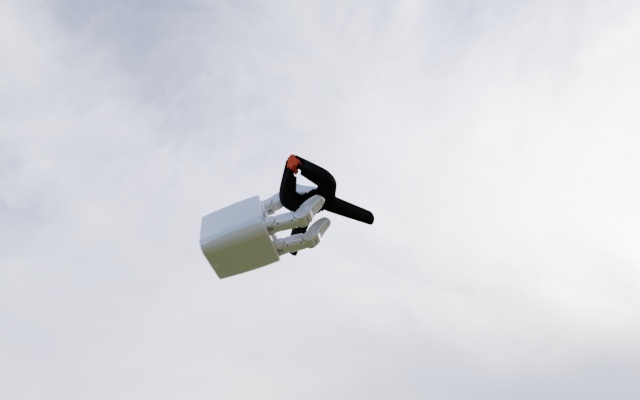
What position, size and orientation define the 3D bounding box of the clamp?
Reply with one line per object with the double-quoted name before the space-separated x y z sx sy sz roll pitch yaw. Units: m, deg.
"clamp" 0.000 0.002 0.791 0.164 0.036 0.210 -19 -45 -1
